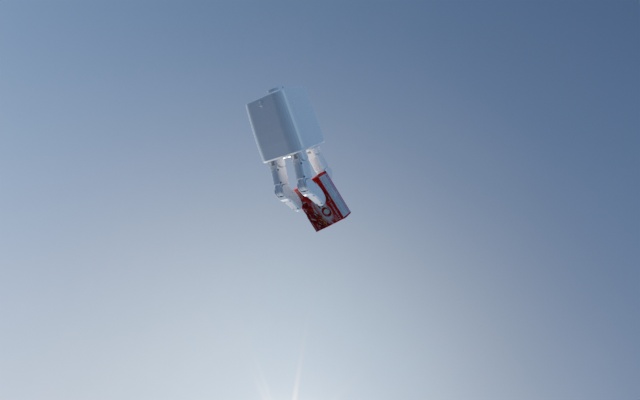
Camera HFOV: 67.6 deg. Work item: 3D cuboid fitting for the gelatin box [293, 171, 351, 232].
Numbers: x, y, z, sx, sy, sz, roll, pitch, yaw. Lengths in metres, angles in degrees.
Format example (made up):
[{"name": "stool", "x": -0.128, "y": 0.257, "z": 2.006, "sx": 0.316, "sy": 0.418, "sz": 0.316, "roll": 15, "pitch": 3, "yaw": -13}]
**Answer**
[{"name": "gelatin box", "x": 0.001, "y": 0.003, "z": 0.842, "sx": 0.073, "sy": 0.089, "sz": 0.030, "roll": -29, "pitch": 5, "yaw": 41}]
